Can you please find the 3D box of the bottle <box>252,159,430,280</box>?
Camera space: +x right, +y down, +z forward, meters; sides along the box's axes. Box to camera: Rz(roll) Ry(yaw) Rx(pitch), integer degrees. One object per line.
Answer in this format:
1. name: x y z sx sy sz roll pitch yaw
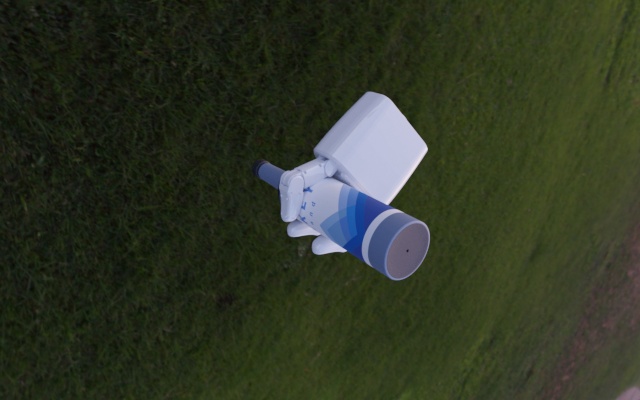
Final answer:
1. bottle: 0.000 0.002 0.591 0.069 0.069 0.295 0 20 -40
